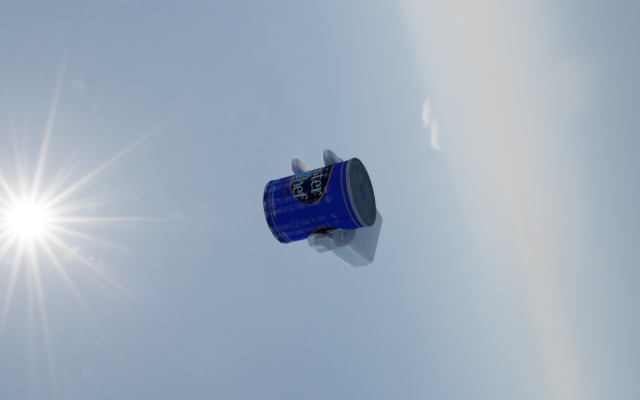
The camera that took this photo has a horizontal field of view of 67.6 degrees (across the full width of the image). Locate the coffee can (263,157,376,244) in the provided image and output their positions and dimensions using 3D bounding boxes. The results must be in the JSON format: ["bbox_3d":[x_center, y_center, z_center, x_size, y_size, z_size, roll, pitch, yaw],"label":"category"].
[{"bbox_3d":[0.000,0.002,0.715,0.140,0.103,0.103,-13,-5,22],"label":"coffee can"}]
